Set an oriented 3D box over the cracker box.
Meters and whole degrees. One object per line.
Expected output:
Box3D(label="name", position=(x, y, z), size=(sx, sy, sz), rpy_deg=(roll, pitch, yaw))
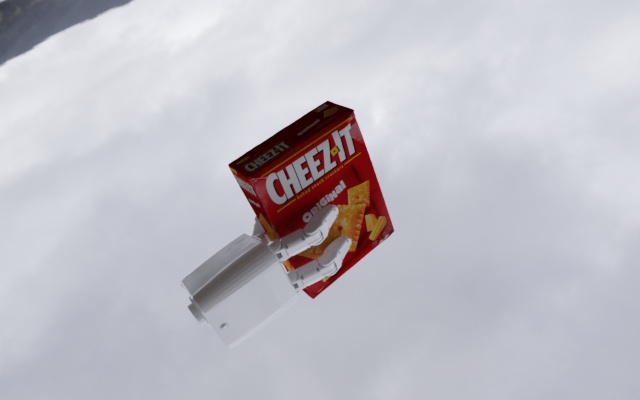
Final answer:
Box3D(label="cracker box", position=(0.000, 0.002, 0.645), size=(0.164, 0.214, 0.072), rpy_deg=(-36, 36, -18))
